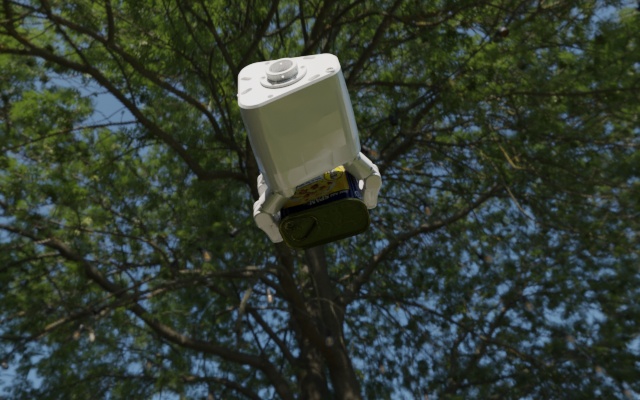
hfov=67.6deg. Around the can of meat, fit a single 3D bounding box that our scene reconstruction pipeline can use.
[{"bbox_3d":[0.000,0.002,0.566,0.102,0.057,0.083,-17,42,5],"label":"can of meat"}]
